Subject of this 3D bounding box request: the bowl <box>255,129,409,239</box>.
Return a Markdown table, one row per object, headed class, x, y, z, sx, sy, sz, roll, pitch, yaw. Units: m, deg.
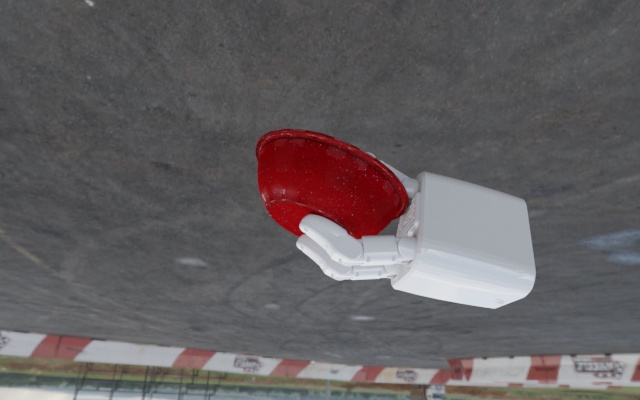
| class | x | y | z | sx | sy | sz | roll | pitch | yaw |
| --- | --- | --- | --- | --- | --- | --- | --- | --- | --- |
| bowl | -0.001 | 0.002 | 0.464 | 0.162 | 0.055 | 0.162 | 20 | -23 | 9 |
